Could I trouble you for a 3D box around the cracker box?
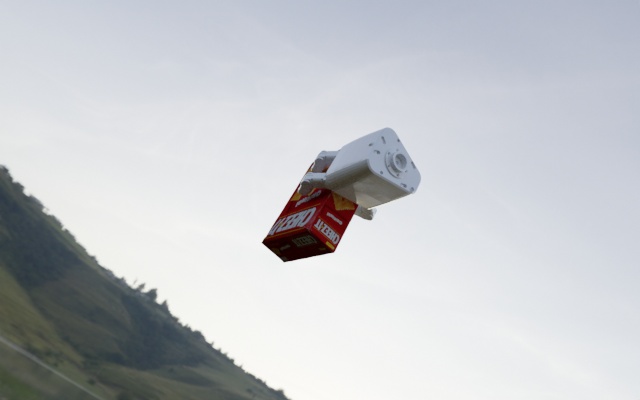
[{"bbox_3d":[0.000,0.003,0.882,0.072,0.213,0.164,43,-33,-19],"label":"cracker box"}]
